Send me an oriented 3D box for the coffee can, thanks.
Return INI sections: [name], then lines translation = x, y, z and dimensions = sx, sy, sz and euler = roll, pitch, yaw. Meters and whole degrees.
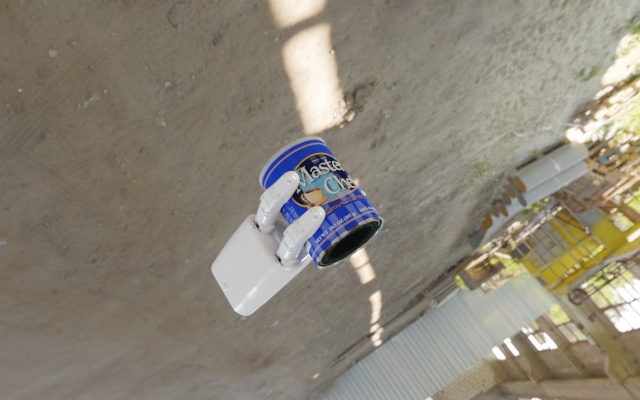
[coffee can]
translation = 0.000, 0.002, 0.616
dimensions = 0.103, 0.140, 0.103
euler = -31, -22, -14
